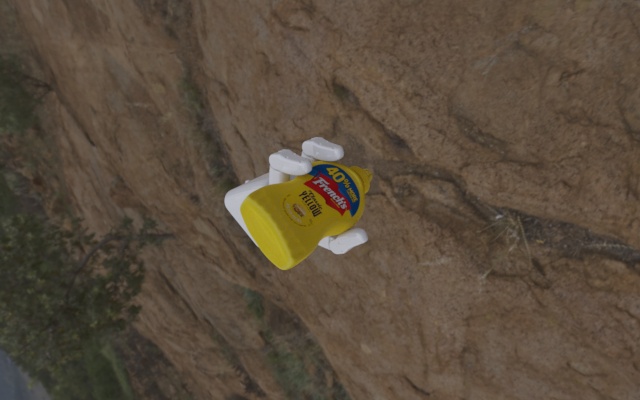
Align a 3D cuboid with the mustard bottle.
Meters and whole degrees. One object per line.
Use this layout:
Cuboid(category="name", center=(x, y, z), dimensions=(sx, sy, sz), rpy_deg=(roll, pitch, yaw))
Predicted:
Cuboid(category="mustard bottle", center=(0.000, 0.002, 0.597), dimensions=(0.191, 0.096, 0.058), rpy_deg=(-30, -11, -39))
